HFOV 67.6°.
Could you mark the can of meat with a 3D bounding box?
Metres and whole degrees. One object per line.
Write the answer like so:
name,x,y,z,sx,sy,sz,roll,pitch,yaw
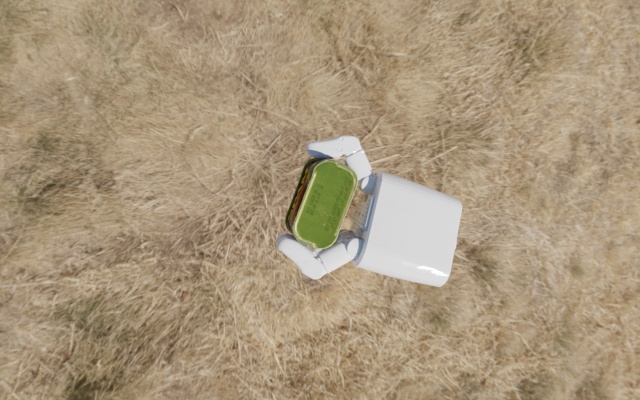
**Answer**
can of meat,0.000,0.002,0.553,0.057,0.102,0.084,20,2,-9
